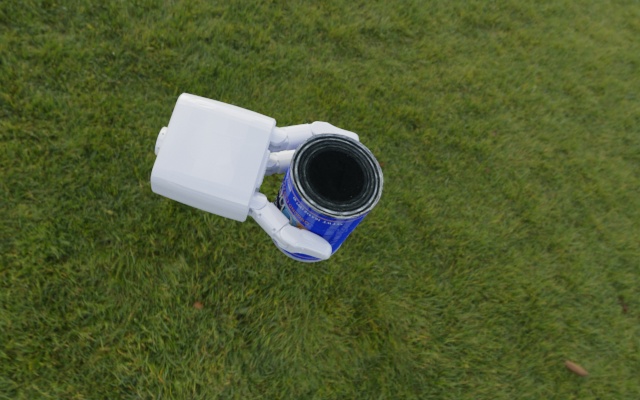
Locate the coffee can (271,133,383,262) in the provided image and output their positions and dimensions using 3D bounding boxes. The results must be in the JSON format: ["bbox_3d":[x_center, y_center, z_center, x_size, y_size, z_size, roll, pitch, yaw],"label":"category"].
[{"bbox_3d":[0.000,0.002,0.560,0.103,0.102,0.140,0,-25,-17],"label":"coffee can"}]
